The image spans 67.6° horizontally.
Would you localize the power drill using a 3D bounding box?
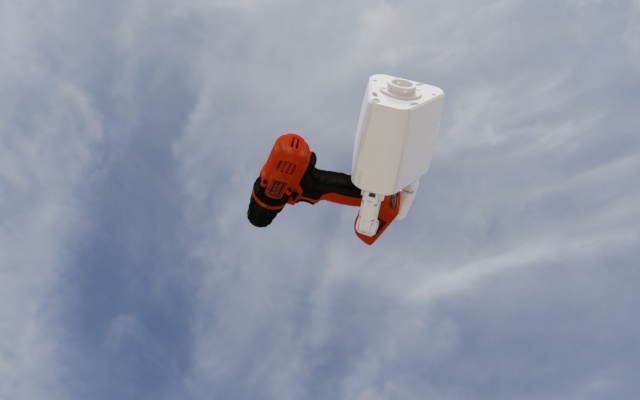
[{"bbox_3d":[0.001,0.002,0.656,0.187,0.057,0.184,17,-37,-12],"label":"power drill"}]
